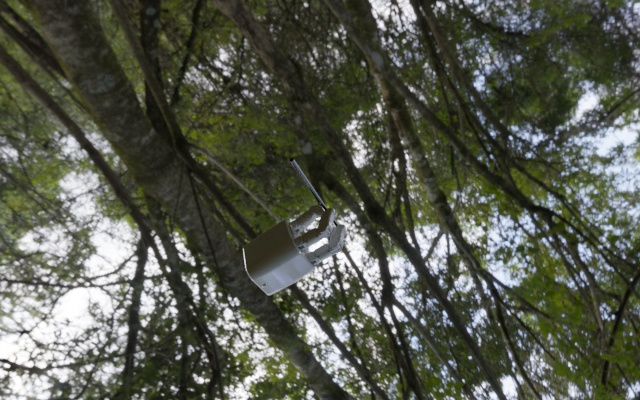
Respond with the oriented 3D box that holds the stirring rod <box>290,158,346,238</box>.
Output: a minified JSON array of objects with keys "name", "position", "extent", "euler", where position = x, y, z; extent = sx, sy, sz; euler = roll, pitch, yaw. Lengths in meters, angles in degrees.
[{"name":"stirring rod","position":[0.000,0.003,0.887],"extent":[0.011,0.011,0.240],"euler":[0,-36,30]}]
